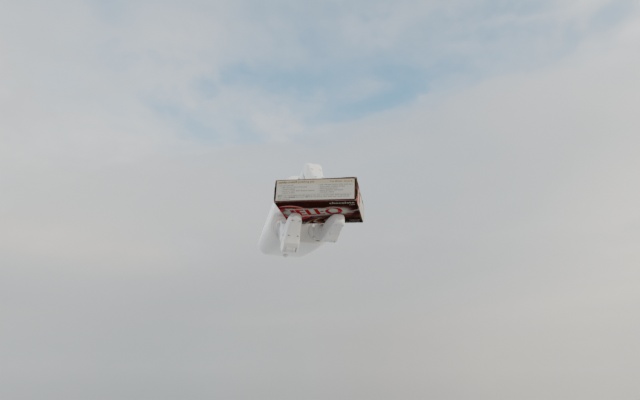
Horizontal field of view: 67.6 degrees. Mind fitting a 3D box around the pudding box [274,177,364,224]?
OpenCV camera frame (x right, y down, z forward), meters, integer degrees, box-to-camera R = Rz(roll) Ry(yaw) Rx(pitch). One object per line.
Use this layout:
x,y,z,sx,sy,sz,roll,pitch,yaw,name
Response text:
0.000,0.002,0.661,0.113,0.039,0.090,-4,-21,9,pudding box
